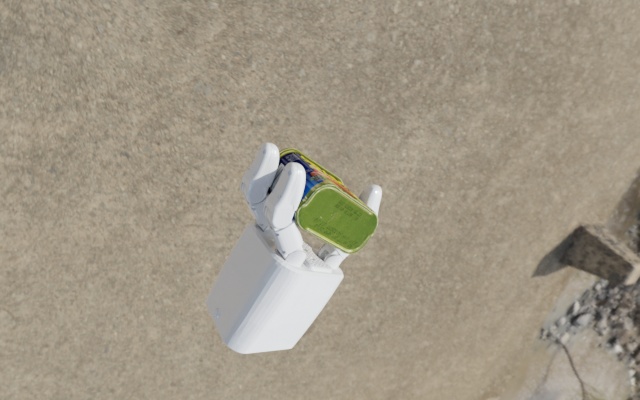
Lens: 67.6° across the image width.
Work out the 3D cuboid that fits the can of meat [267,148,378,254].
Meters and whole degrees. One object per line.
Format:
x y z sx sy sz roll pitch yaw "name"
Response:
0.000 0.002 0.484 0.102 0.057 0.084 32 8 -39 "can of meat"
